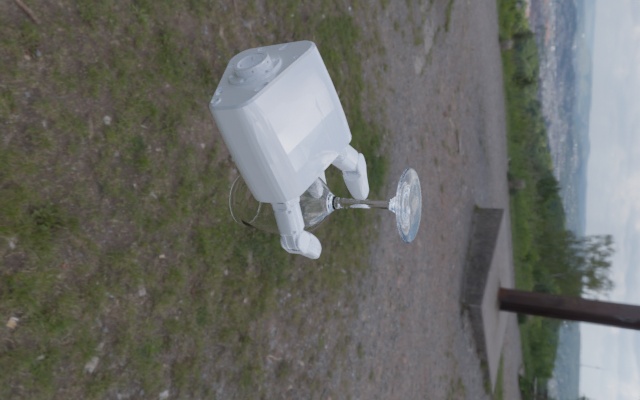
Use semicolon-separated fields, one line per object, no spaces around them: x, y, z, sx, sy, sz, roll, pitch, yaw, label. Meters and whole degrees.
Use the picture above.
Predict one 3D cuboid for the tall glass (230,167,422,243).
0.001;0.002;0.513;0.201;0.079;0.079;2;1;28;tall glass
